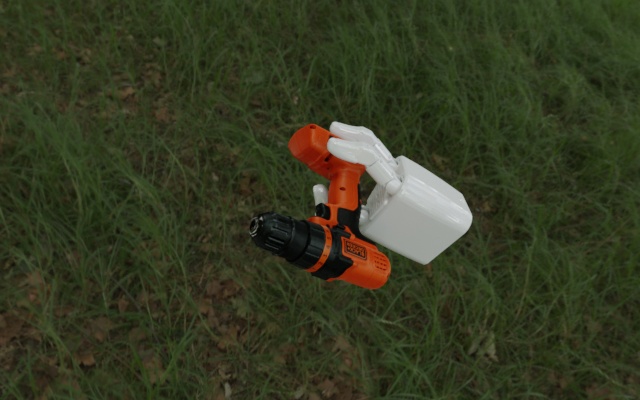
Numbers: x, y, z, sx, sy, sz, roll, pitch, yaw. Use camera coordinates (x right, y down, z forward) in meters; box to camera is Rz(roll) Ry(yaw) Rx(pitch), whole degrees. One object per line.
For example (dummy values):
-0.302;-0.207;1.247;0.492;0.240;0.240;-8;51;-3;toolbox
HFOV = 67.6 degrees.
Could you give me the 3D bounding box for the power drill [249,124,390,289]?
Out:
0.000;0.002;0.565;0.184;0.187;0.057;26;-43;-34;power drill
